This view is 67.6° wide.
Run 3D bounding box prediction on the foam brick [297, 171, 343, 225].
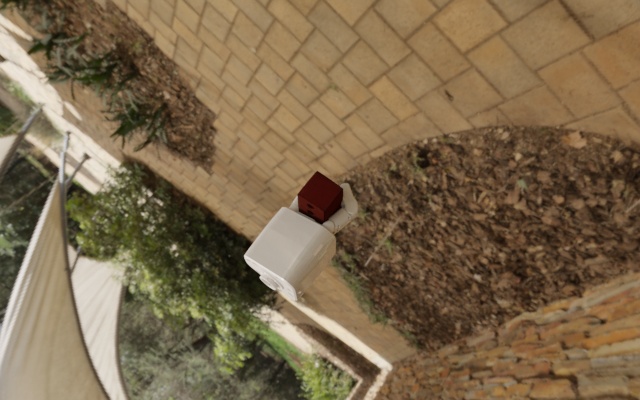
[{"bbox_3d":[0.000,0.002,0.756,0.053,0.051,0.078,34,-22,16],"label":"foam brick"}]
